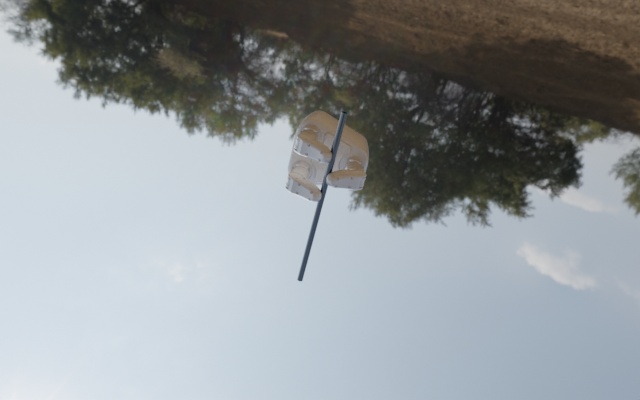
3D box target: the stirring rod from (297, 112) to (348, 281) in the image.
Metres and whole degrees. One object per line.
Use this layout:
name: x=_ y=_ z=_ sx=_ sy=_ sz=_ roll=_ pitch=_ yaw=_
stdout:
stirring rod: x=0.000 y=0.002 z=0.621 sx=0.011 sy=0.240 sz=0.011 roll=13 pitch=21 yaw=-5
